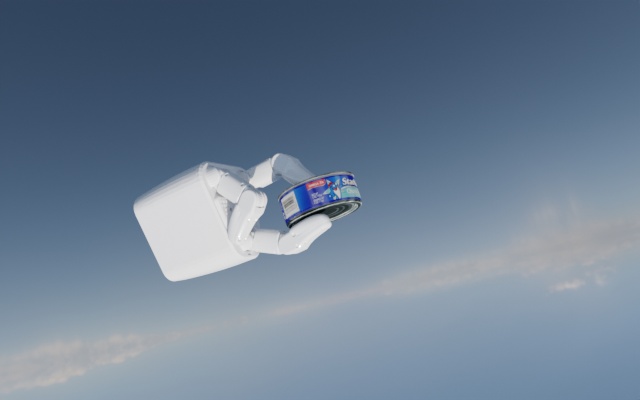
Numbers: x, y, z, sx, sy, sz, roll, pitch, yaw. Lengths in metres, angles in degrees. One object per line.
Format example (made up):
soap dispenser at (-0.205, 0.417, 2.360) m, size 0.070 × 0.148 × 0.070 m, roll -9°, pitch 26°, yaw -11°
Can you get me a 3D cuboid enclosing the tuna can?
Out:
tuna can at (0.000, 0.002, 0.509) m, size 0.086 × 0.033 × 0.086 m, roll -17°, pitch -14°, yaw -4°
